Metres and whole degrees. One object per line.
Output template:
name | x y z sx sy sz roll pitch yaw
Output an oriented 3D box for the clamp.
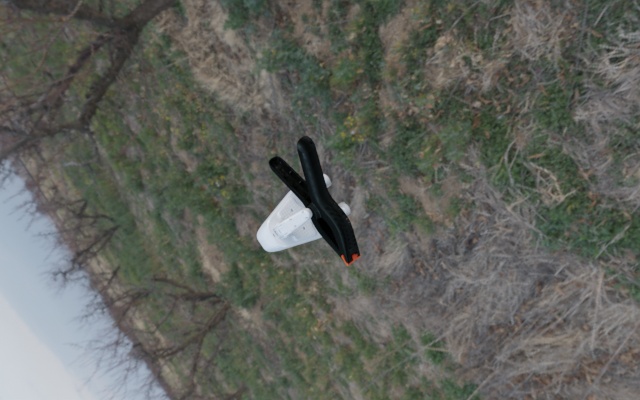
clamp | 0.000 0.003 0.718 0.036 0.210 0.164 -34 0 -20
